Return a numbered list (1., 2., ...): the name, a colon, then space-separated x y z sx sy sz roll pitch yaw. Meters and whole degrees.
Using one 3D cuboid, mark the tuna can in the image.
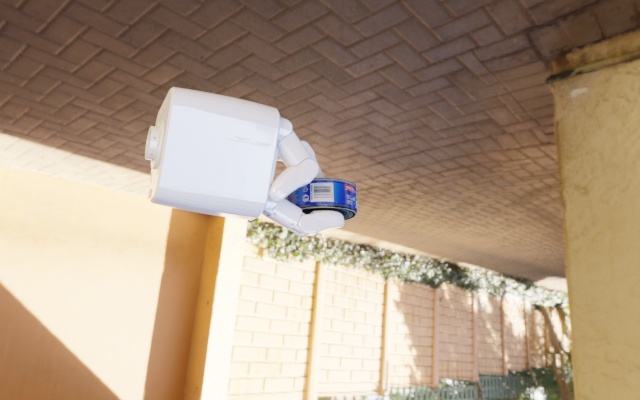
1. tuna can: 0.000 0.002 0.556 0.086 0.033 0.086 -1 -15 0
